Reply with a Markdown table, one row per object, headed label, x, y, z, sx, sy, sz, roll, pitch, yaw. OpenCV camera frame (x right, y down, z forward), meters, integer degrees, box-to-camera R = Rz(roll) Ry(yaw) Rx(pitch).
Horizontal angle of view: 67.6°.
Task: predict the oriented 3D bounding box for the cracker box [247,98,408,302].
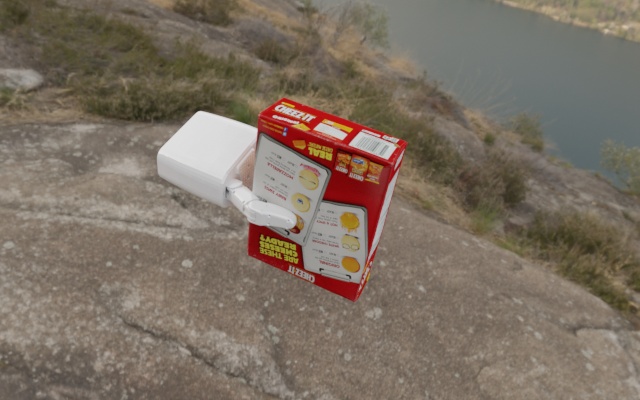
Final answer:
| label | x | y | z | sx | sy | sz | roll | pitch | yaw |
| --- | --- | --- | --- | --- | --- | --- | --- | --- | --- |
| cracker box | 0.000 | 0.002 | 0.591 | 0.164 | 0.214 | 0.072 | 22 | 38 | 15 |
